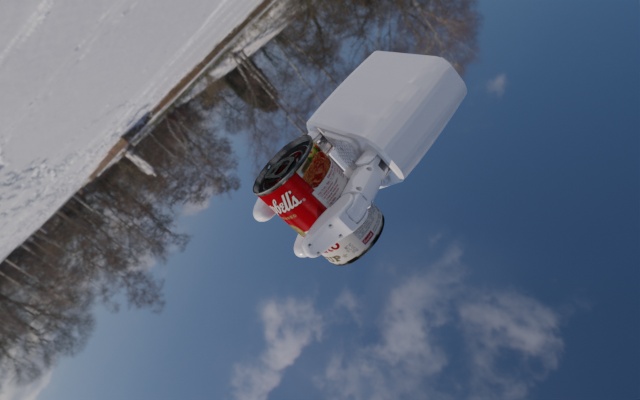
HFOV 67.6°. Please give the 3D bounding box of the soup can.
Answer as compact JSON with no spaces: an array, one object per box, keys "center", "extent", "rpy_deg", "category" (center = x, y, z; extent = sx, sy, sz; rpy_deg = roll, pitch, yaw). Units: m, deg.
[{"center":[0.000,0.002,0.421],"extent":[0.102,0.068,0.068],"rpy_deg":[44,-21,-23],"category":"soup can"}]
